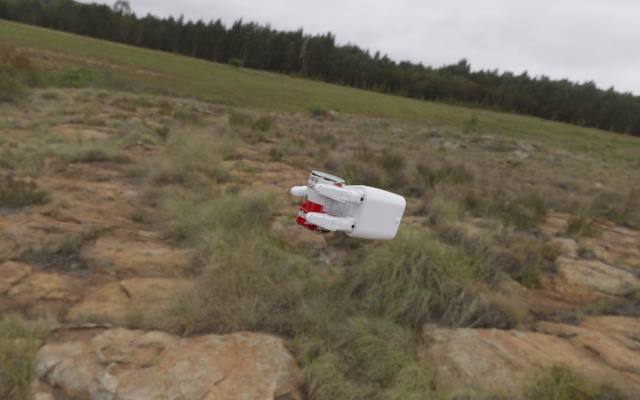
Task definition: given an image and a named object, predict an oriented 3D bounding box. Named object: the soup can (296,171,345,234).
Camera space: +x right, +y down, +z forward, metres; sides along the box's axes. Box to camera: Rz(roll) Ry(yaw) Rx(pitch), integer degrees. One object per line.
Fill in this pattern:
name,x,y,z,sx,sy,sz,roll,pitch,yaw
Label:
soup can,0.000,0.003,0.893,0.068,0.102,0.068,17,10,-3
